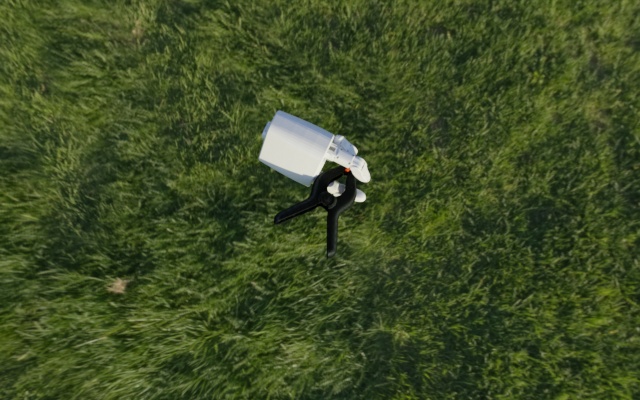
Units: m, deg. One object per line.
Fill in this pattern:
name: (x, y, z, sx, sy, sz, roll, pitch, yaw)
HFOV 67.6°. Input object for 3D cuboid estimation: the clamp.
clamp: (0.000, 0.002, 0.828, 0.120, 0.171, 0.039, 26, -18, -3)
